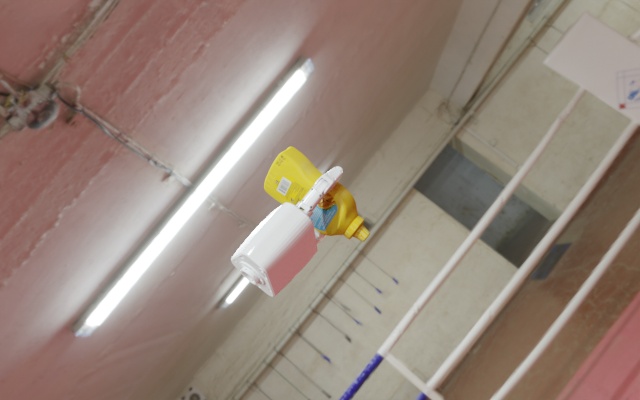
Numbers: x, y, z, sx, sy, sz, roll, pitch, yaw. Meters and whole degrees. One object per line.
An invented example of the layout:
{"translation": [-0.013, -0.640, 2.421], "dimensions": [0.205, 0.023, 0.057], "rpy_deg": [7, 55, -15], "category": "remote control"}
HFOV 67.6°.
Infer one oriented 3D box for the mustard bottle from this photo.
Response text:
{"translation": [0.000, 0.002, 0.784], "dimensions": [0.191, 0.096, 0.058], "rpy_deg": [38, 41, 9], "category": "mustard bottle"}
